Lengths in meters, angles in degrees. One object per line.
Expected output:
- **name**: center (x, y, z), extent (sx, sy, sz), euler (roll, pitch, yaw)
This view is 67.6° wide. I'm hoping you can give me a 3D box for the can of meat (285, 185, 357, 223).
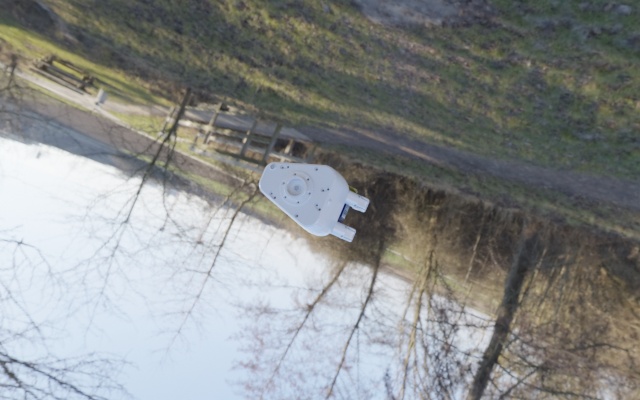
- **can of meat**: center (0.000, 0.003, 0.815), extent (0.102, 0.084, 0.057), euler (22, -4, 10)
